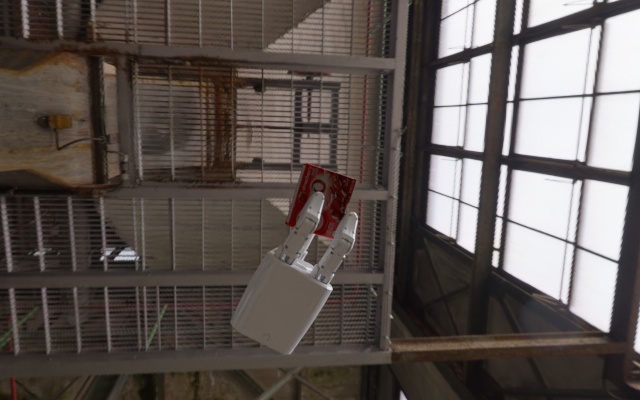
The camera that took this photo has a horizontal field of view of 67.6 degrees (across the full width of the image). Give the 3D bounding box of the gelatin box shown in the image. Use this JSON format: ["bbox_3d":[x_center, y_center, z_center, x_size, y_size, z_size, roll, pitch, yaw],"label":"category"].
[{"bbox_3d":[0.000,0.002,0.648,0.073,0.089,0.030,17,0,-12],"label":"gelatin box"}]
